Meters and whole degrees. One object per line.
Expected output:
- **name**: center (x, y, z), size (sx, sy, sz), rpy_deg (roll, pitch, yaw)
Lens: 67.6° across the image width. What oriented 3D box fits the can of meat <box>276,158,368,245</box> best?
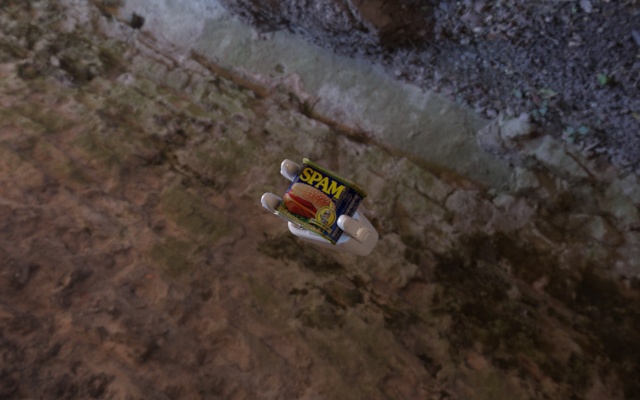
- **can of meat**: center (0.000, 0.002, 0.662), size (0.102, 0.084, 0.057), rpy_deg (29, -4, 27)
